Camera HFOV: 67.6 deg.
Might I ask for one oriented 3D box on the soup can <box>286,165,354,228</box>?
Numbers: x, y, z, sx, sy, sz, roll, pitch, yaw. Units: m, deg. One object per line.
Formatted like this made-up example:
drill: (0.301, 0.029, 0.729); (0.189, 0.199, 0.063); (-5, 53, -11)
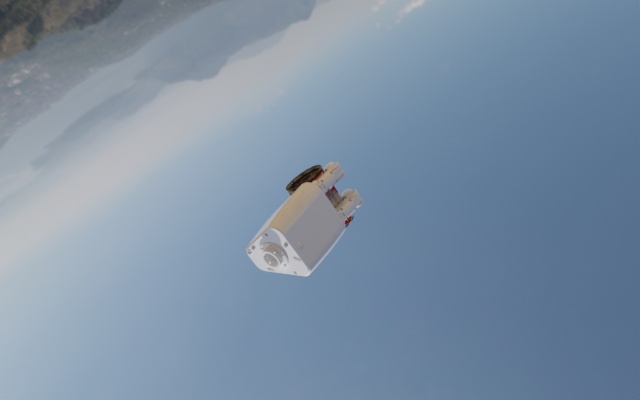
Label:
soup can: (0.000, 0.003, 0.776); (0.068, 0.102, 0.068); (-32, 17, 11)
